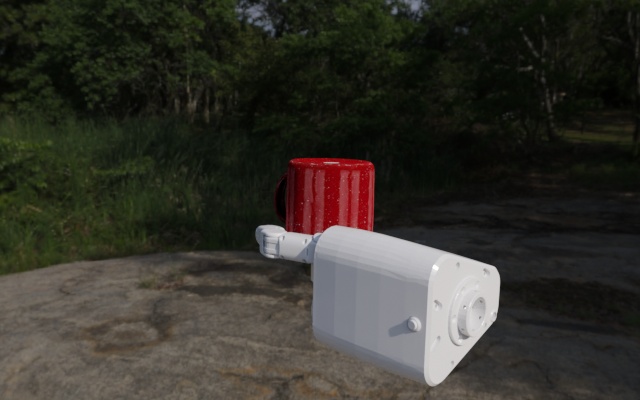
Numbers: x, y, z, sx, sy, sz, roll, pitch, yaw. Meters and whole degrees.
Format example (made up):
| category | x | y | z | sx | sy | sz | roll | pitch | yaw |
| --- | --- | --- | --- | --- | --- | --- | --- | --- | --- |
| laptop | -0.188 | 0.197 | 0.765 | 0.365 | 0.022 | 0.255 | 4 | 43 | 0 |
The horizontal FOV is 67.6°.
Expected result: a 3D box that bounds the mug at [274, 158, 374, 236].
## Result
| category | x | y | z | sx | sy | sz | roll | pitch | yaw |
| --- | --- | --- | --- | --- | --- | --- | --- | --- | --- |
| mug | -0.001 | 0.001 | 0.460 | 0.117 | 0.081 | 0.093 | 9 | 11 | 42 |
